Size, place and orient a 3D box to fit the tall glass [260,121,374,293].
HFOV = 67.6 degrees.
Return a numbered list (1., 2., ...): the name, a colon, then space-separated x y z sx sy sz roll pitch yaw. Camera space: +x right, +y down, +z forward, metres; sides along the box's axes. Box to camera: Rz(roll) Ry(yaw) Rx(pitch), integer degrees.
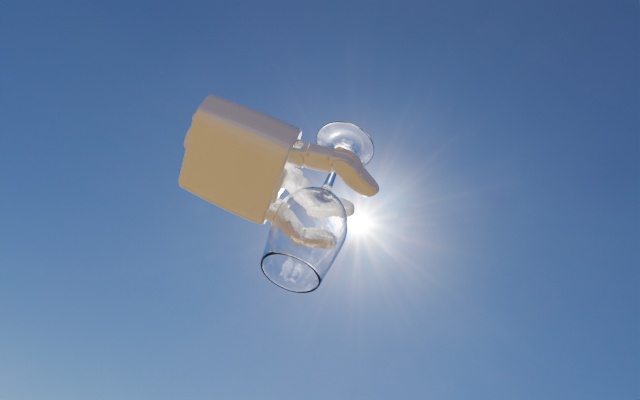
1. tall glass: 0.000 0.001 0.523 0.079 0.079 0.201 0 44 24
